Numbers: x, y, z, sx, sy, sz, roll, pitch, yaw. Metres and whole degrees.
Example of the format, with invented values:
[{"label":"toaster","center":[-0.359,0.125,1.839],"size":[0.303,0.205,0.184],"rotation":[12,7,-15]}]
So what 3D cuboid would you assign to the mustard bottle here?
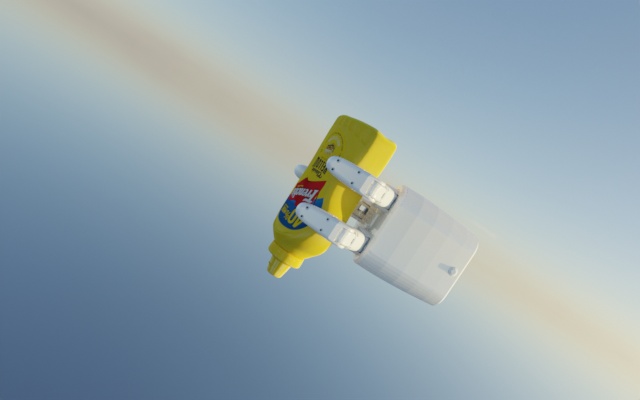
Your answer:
[{"label":"mustard bottle","center":[0.000,0.001,0.525],"size":[0.058,0.191,0.096],"rotation":[30,5,-32]}]
